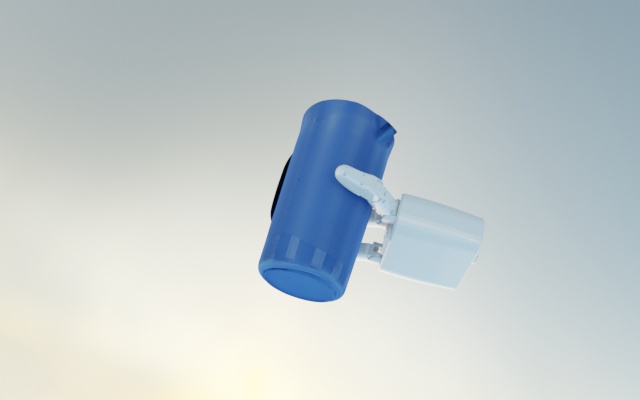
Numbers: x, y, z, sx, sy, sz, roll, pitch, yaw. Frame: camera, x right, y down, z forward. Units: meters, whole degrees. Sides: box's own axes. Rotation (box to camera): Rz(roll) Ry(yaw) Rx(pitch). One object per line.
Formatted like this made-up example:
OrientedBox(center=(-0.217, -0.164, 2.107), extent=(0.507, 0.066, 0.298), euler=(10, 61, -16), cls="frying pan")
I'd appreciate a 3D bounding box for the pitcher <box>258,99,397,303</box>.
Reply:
OrientedBox(center=(0.000, 0.002, 0.621), extent=(0.145, 0.242, 0.149), euler=(17, -29, 3), cls="pitcher")
